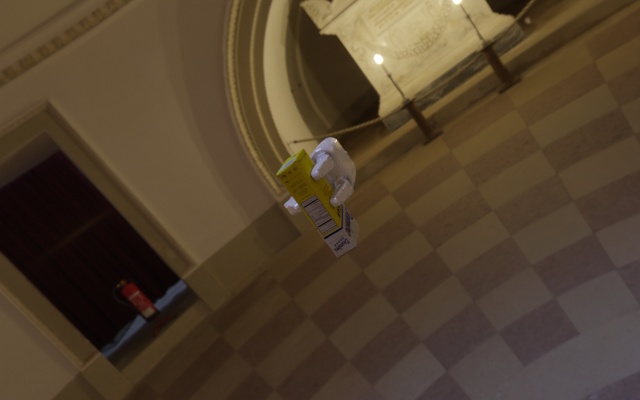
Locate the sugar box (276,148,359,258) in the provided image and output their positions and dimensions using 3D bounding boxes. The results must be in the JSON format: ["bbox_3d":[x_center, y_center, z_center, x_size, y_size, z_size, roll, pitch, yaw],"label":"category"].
[{"bbox_3d":[0.001,0.002,0.811,0.048,0.176,0.093,-35,12,19],"label":"sugar box"}]
